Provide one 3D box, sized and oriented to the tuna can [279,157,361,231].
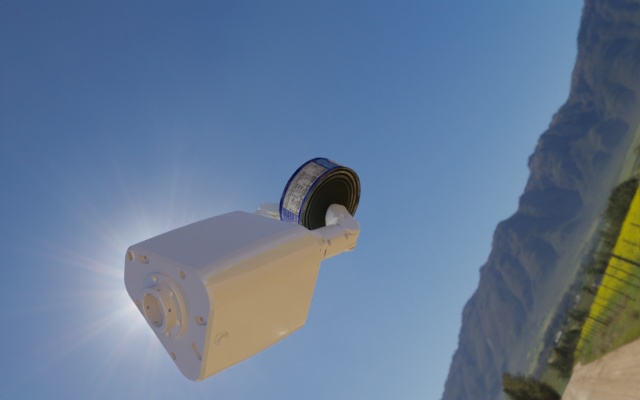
[{"bbox_3d":[0.000,0.001,0.475,0.033,0.086,0.086,28,17,35],"label":"tuna can"}]
